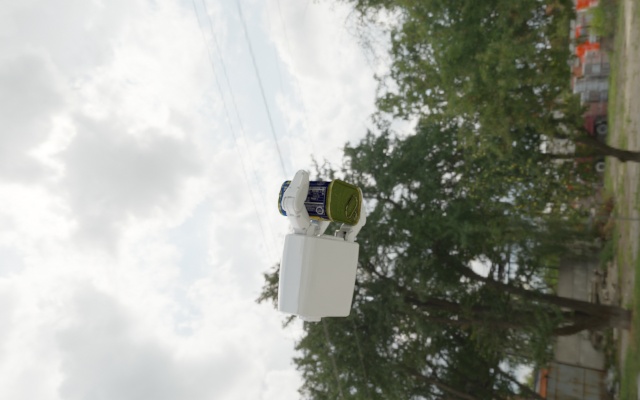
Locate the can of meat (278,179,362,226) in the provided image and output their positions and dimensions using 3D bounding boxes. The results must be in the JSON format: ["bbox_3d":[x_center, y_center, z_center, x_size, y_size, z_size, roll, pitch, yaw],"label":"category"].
[{"bbox_3d":[0.000,0.002,0.679,0.084,0.057,0.102,2,-6,28],"label":"can of meat"}]
